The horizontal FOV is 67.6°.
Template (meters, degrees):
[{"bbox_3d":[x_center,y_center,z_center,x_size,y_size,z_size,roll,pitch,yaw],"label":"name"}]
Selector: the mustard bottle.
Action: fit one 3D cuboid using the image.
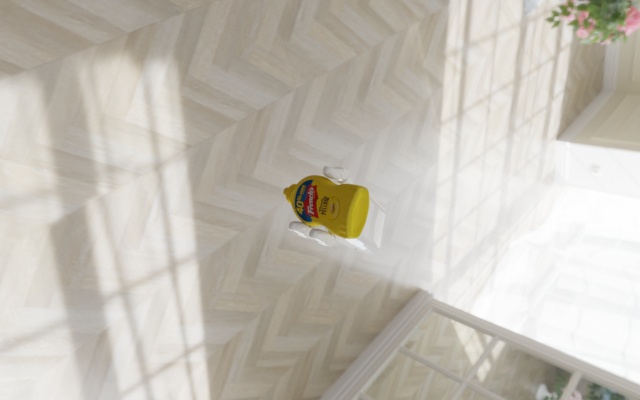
[{"bbox_3d":[0.000,0.003,0.895,0.191,0.096,0.058,17,10,42],"label":"mustard bottle"}]
